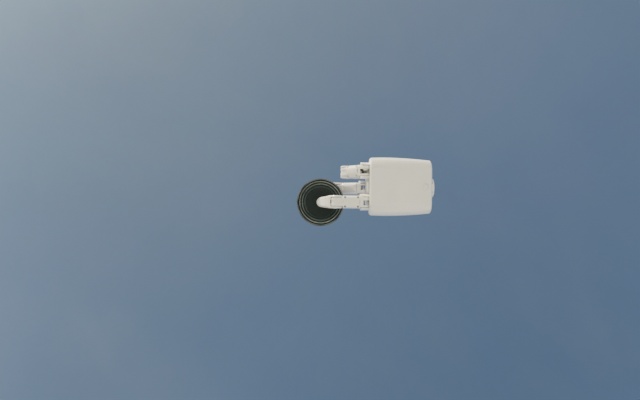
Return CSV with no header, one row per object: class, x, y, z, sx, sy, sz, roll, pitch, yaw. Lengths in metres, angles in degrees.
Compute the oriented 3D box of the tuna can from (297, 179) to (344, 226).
tuna can,0.000,0.003,0.876,0.086,0.086,0.034,0,2,0
